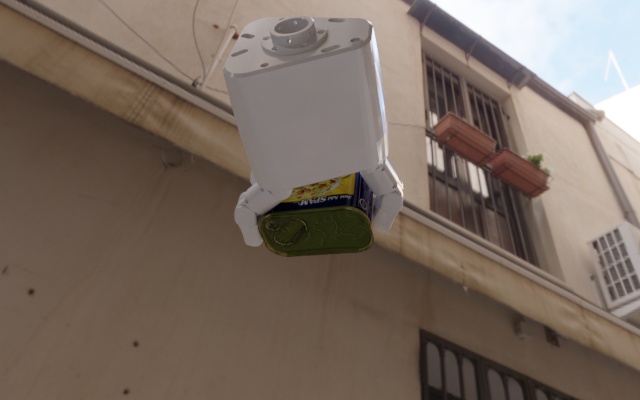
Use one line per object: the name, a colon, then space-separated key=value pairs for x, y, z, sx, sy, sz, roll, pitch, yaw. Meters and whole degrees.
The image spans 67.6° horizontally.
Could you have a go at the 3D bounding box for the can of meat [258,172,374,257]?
can of meat: x=0.000 y=0.001 z=0.453 sx=0.102 sy=0.083 sz=0.057 roll=-6 pitch=-46 yaw=14
